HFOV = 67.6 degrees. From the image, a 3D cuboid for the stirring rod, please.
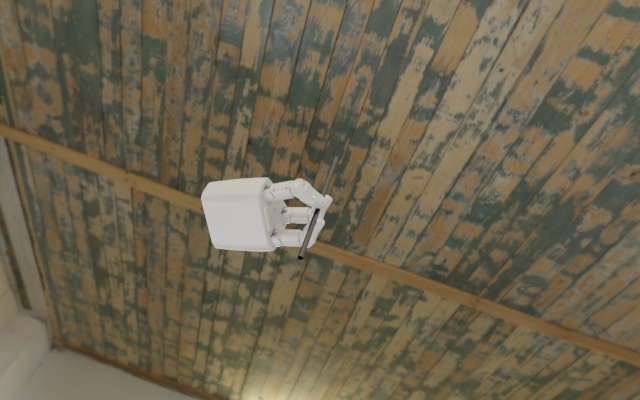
[{"bbox_3d":[0.000,0.002,0.742,0.011,0.011,0.239,0,39,17],"label":"stirring rod"}]
